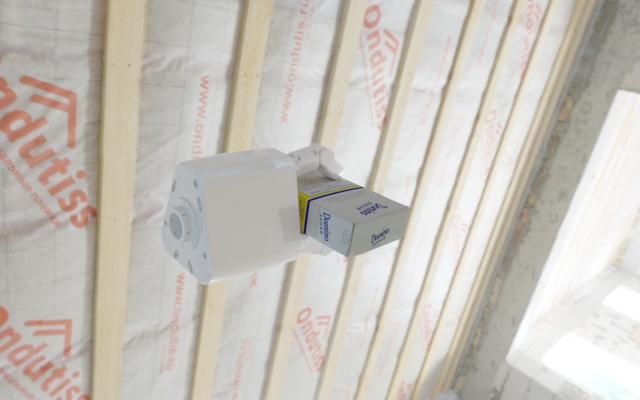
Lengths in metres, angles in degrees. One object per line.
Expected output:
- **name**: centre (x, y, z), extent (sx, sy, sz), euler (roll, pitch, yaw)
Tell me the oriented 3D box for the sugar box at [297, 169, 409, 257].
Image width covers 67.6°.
- **sugar box**: centre (0.000, 0.002, 0.535), extent (0.093, 0.048, 0.176), euler (-13, 32, -43)
